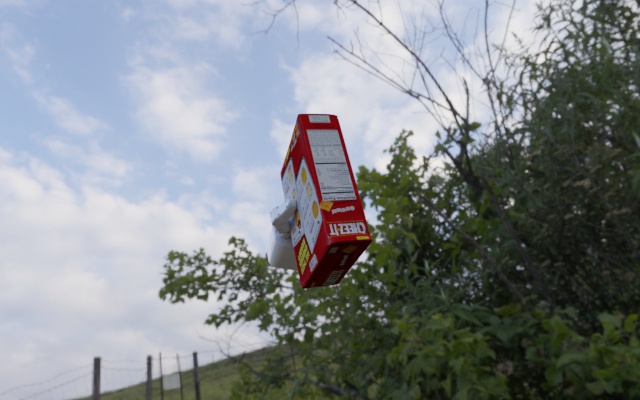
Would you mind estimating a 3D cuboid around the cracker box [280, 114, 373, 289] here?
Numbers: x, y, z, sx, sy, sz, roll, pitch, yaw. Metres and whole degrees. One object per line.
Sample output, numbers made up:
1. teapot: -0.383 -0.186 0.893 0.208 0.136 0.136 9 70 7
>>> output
1. cracker box: 0.000 0.002 0.721 0.072 0.213 0.164 -4 -28 -18
